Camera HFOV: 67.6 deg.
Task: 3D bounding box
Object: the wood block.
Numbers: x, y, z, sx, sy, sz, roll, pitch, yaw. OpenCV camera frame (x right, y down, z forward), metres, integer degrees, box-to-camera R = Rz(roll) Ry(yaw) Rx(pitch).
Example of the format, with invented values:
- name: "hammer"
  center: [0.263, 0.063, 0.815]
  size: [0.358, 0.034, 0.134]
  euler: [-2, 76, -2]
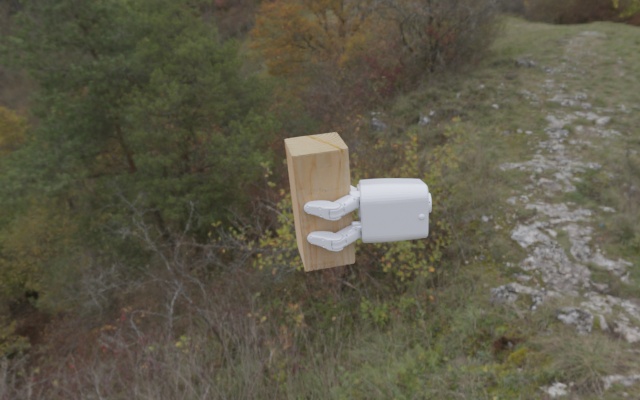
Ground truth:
- name: "wood block"
  center: [0.000, 0.002, 0.795]
  size: [0.090, 0.206, 0.090]
  euler: [-9, 26, -7]
